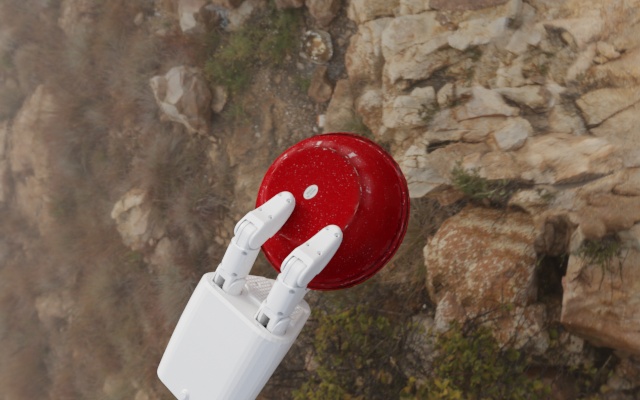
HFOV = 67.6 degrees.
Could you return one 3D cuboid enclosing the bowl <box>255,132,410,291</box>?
[{"bbox_3d":[0.000,0.000,0.450,0.162,0.162,0.055,0,-15,19],"label":"bowl"}]
